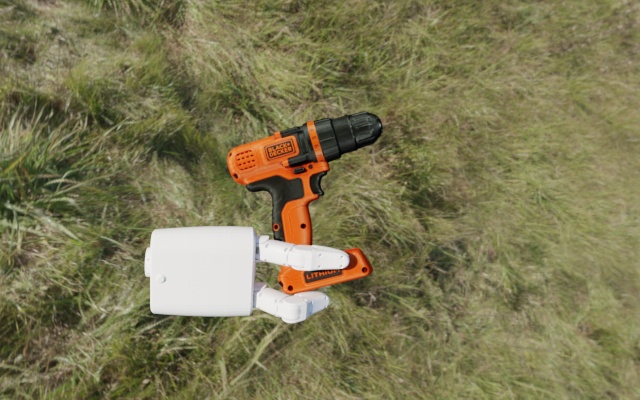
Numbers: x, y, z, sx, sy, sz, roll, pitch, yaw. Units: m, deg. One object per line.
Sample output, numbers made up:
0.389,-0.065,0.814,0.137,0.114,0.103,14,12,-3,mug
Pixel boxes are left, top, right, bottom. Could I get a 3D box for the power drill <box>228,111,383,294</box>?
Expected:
0.000,0.002,0.549,0.184,0.187,0.057,-16,-8,6,power drill
